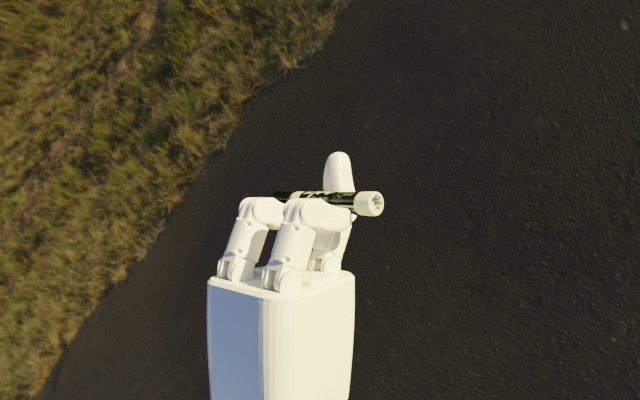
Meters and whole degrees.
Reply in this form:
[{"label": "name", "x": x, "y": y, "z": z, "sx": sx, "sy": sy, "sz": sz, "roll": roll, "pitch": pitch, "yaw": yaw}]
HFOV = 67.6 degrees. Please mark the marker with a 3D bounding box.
[{"label": "marker", "x": 0.000, "y": 0.001, "z": 0.405, "sx": 0.121, "sy": 0.020, "sz": 0.020, "roll": 2, "pitch": 1, "yaw": 45}]
